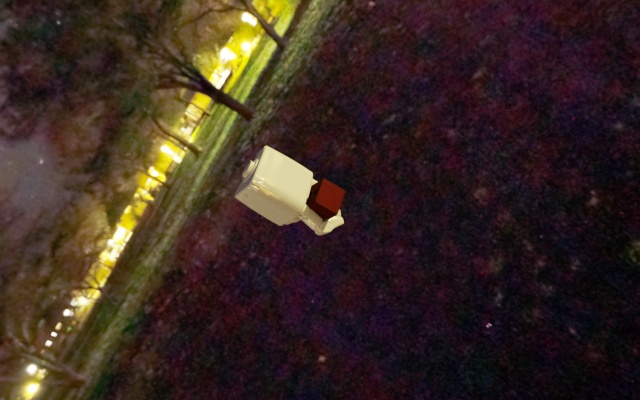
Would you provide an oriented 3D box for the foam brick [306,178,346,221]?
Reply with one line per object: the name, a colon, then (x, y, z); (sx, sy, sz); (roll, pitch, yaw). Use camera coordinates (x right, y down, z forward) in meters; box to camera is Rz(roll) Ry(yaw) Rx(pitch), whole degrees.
foam brick: (0.000, 0.003, 0.885); (0.051, 0.053, 0.078); (32, -30, -18)
